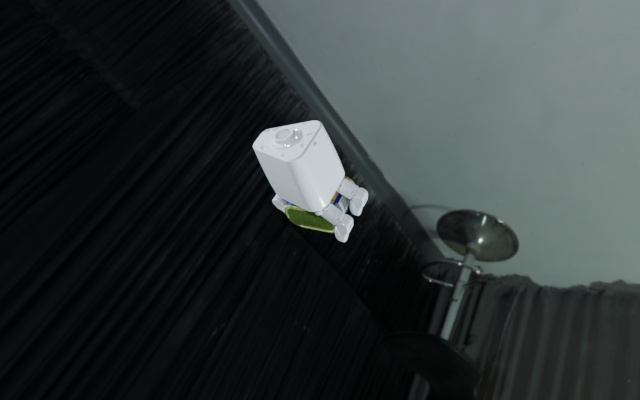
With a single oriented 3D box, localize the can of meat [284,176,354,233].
[{"bbox_3d":[0.000,0.003,0.815,0.102,0.084,0.057,9,-39,30],"label":"can of meat"}]
